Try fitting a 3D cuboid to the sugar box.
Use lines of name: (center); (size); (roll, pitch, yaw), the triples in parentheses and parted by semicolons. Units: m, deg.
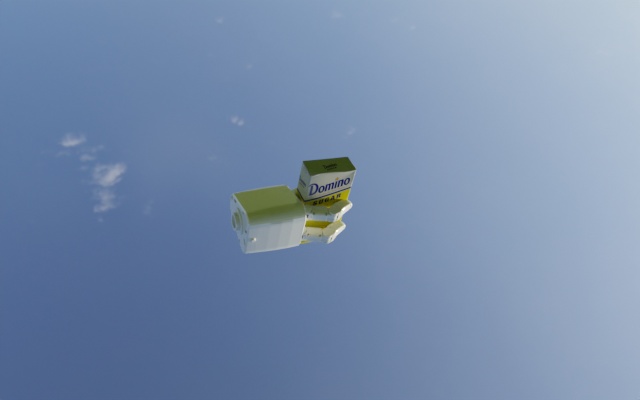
sugar box: (0.000, 0.003, 0.892); (0.093, 0.176, 0.048); (-8, 47, -24)
